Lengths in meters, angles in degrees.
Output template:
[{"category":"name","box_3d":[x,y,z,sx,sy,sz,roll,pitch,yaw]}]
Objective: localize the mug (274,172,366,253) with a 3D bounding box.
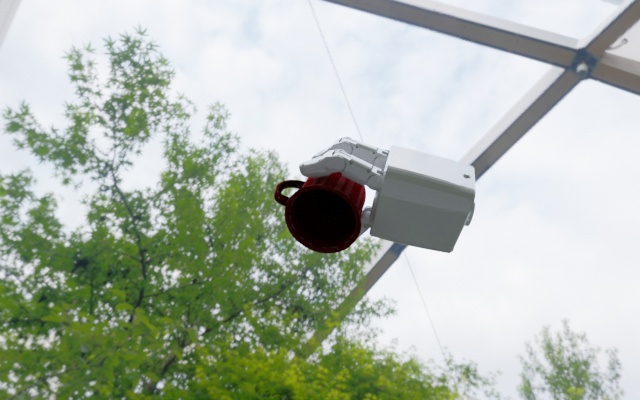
[{"category":"mug","box_3d":[-0.001,0.002,0.596,0.117,0.093,0.081,16,31,7]}]
